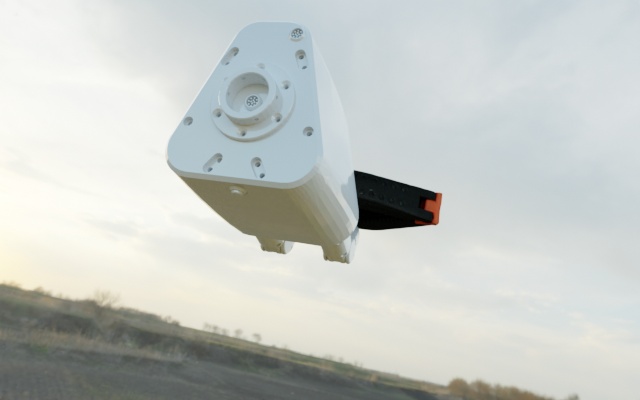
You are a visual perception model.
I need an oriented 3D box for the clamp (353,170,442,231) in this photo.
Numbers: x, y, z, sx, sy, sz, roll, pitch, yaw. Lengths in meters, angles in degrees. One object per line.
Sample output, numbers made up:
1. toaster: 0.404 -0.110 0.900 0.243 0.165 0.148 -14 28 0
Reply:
1. clamp: 0.001 0.001 0.428 0.210 0.036 0.165 7 -18 15
